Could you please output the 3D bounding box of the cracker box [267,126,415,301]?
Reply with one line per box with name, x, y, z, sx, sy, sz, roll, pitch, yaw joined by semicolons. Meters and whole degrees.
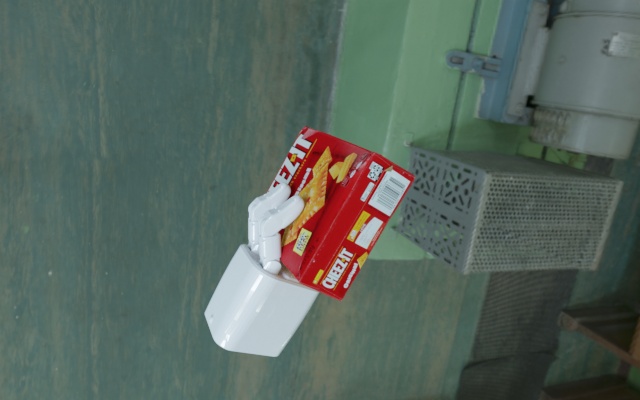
cracker box;0.000;0.002;0.605;0.072;0.164;0.213;29;3;-28
